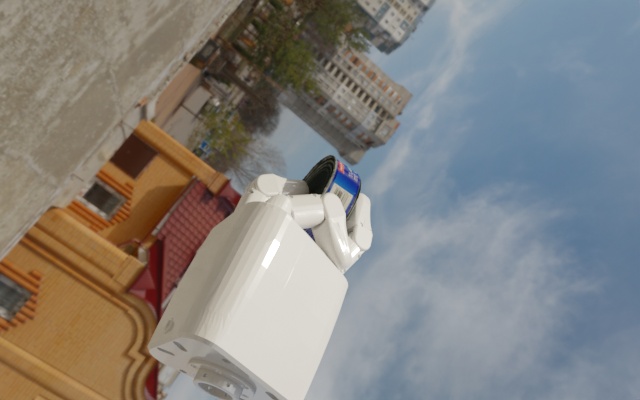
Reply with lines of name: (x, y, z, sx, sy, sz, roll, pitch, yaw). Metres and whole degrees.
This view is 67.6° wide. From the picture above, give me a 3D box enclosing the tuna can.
tuna can: (0.001, 0.002, 0.453, 0.034, 0.086, 0.086, 34, -11, -17)
